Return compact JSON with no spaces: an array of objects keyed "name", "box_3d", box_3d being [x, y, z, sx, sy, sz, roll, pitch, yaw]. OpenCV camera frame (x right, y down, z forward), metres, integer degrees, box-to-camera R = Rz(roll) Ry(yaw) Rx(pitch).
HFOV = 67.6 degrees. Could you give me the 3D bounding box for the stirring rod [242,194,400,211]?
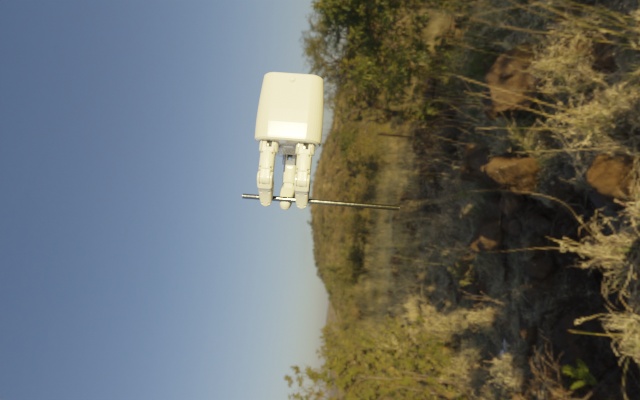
[{"name":"stirring rod","box_3d":[0.000,0.002,0.731,0.239,0.011,0.011,4,0,2]}]
